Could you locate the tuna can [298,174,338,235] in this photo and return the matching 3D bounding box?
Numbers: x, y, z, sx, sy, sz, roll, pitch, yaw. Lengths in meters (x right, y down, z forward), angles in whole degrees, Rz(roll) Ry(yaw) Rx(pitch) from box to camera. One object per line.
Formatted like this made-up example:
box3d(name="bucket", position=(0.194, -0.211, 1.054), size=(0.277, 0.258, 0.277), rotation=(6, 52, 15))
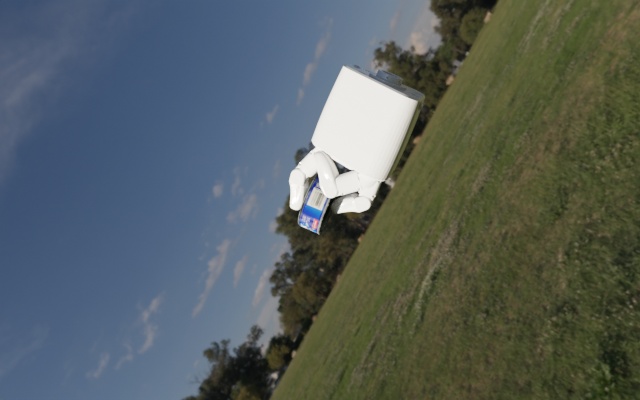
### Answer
box3d(name="tuna can", position=(0.000, 0.002, 0.672), size=(0.034, 0.086, 0.086), rotation=(23, 3, 7))
